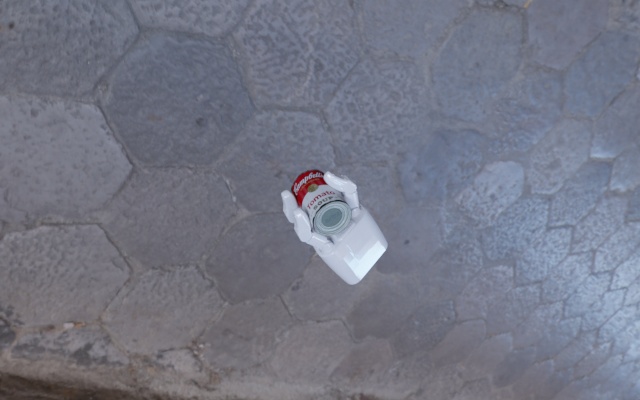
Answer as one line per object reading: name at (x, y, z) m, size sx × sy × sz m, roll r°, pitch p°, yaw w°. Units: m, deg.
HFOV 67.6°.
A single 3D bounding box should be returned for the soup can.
soup can at (0.000, 0.002, 0.778) m, size 0.068 × 0.068 × 0.102 m, roll 0°, pitch 32°, yaw -26°
